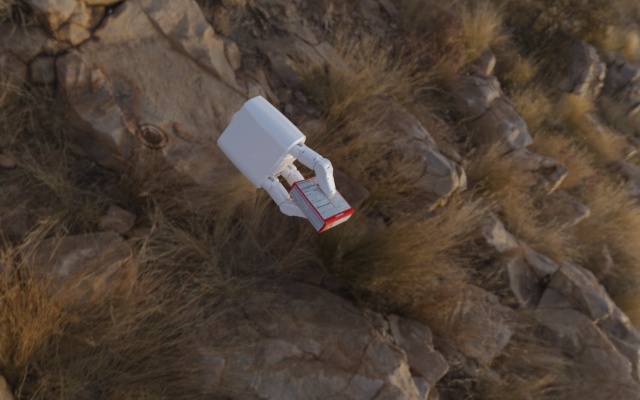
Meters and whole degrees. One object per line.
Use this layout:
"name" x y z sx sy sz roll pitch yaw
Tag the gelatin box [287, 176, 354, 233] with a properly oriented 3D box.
"gelatin box" 0.001 0.003 0.779 0.073 0.089 0.030 -21 -25 -46
